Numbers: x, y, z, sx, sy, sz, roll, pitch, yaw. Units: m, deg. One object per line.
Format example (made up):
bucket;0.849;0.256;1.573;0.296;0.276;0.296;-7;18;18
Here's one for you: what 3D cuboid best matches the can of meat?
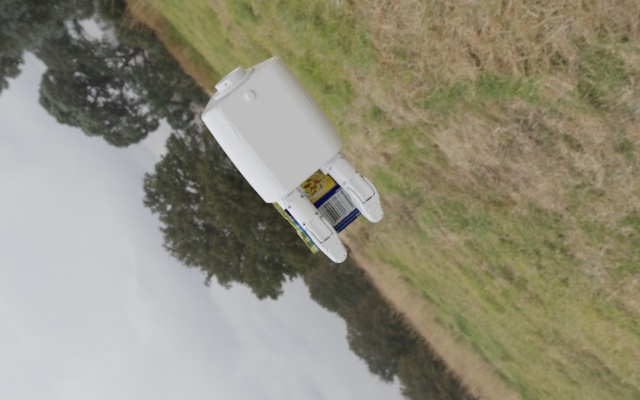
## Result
can of meat;0.000;0.002;0.528;0.084;0.057;0.102;-40;25;-5
